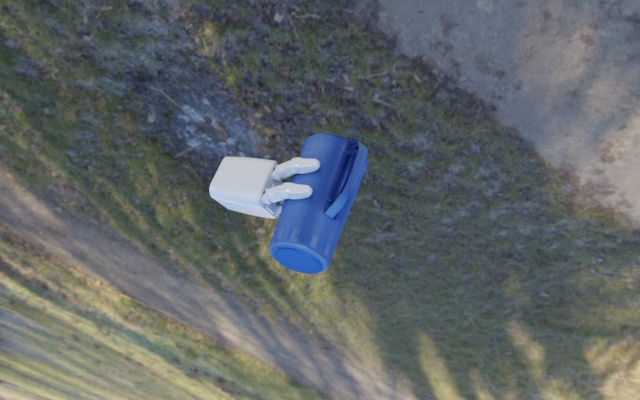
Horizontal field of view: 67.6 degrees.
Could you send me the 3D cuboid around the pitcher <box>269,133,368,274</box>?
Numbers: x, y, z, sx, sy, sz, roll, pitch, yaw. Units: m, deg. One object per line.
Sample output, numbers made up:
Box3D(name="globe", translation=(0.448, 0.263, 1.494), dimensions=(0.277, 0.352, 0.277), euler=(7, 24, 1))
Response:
Box3D(name="pitcher", translation=(0.000, 0.003, 0.870), dimensions=(0.145, 0.242, 0.149), euler=(10, -32, 15))
